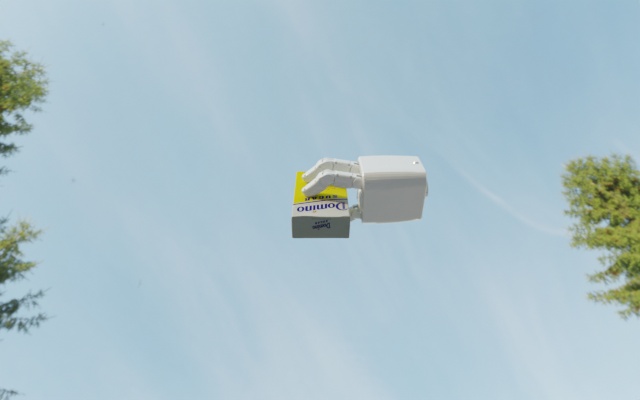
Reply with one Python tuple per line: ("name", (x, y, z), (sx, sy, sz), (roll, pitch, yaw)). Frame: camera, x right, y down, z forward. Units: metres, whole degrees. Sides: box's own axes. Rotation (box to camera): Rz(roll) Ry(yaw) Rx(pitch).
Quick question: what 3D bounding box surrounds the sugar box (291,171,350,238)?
("sugar box", (0.000, 0.002, 0.814), (0.093, 0.048, 0.176), (0, 24, -1))
